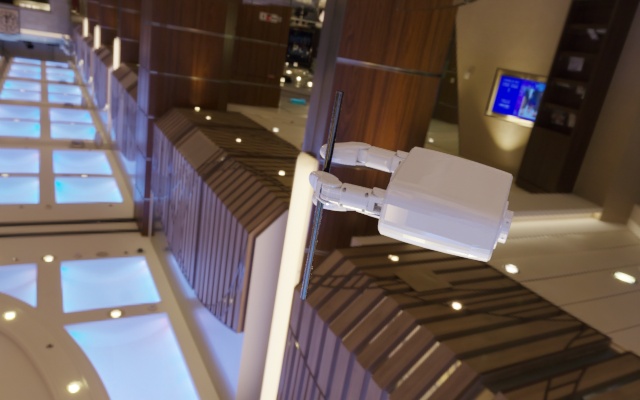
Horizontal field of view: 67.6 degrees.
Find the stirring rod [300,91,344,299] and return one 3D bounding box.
[{"bbox_3d":[0.000,0.002,0.522,0.011,0.240,0.011,9,19,-3],"label":"stirring rod"}]
